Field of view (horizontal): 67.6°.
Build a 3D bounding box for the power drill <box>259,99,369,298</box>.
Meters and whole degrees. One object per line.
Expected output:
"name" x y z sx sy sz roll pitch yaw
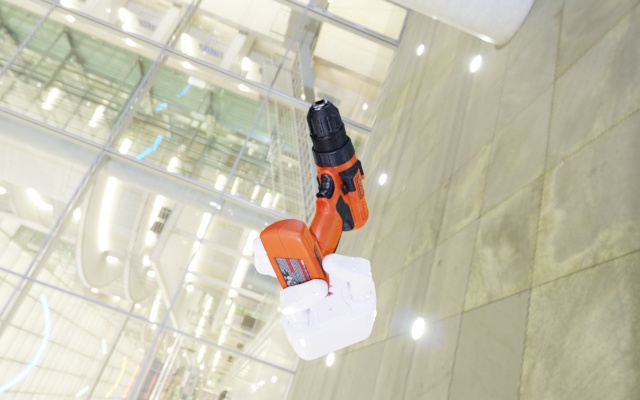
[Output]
"power drill" 0.000 0.002 0.548 0.057 0.184 0.187 0 39 28
